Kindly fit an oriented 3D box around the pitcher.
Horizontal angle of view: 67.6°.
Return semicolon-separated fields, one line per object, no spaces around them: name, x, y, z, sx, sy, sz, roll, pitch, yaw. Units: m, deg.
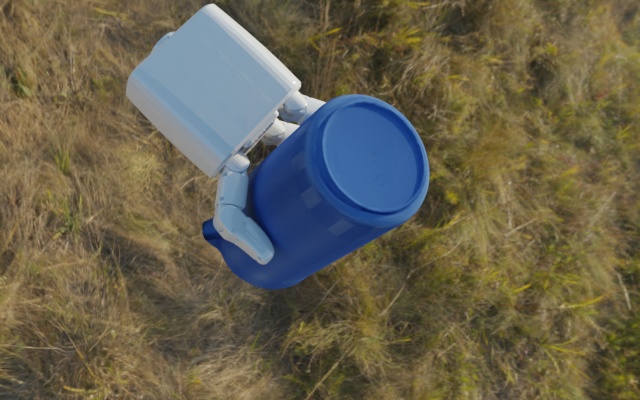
pitcher;0.000;0.001;0.458;0.149;0.145;0.243;-50;8;-29
